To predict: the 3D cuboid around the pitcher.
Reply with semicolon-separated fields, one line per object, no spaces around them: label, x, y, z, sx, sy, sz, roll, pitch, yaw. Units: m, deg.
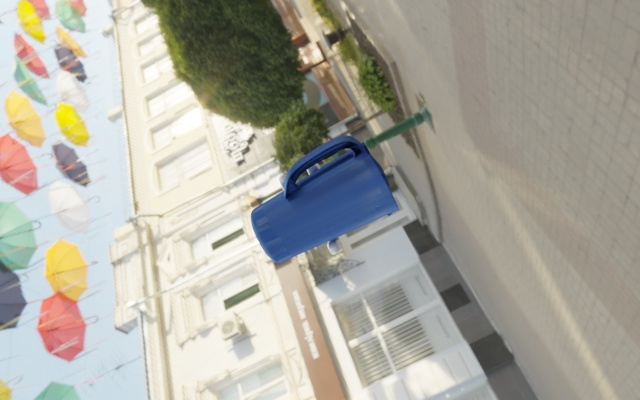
pitcher;0.000;0.003;0.830;0.243;0.149;0.145;-28;-8;6
